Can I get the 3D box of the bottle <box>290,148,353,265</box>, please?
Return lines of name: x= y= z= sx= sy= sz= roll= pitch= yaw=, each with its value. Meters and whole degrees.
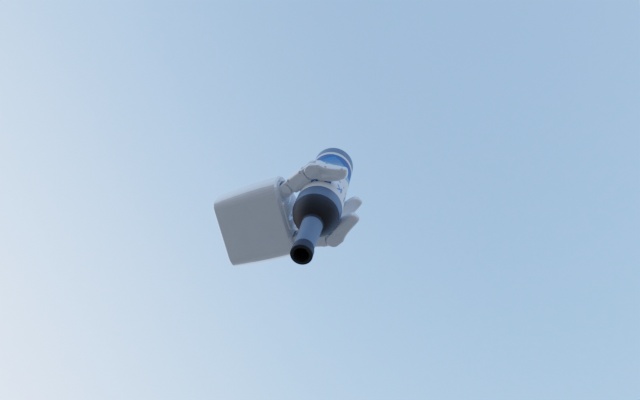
bottle: x=0.000 y=0.002 z=0.682 sx=0.069 sy=0.069 sz=0.295 roll=0 pitch=25 yaw=10
